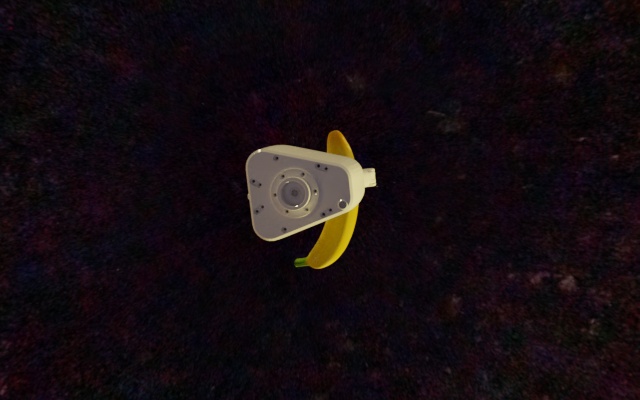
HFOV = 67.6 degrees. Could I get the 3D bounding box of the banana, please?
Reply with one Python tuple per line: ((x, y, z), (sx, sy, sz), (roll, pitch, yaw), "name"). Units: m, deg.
((0.016, 0.012, 0.622), (0.069, 0.198, 0.037), (21, 15, 17), "banana")
